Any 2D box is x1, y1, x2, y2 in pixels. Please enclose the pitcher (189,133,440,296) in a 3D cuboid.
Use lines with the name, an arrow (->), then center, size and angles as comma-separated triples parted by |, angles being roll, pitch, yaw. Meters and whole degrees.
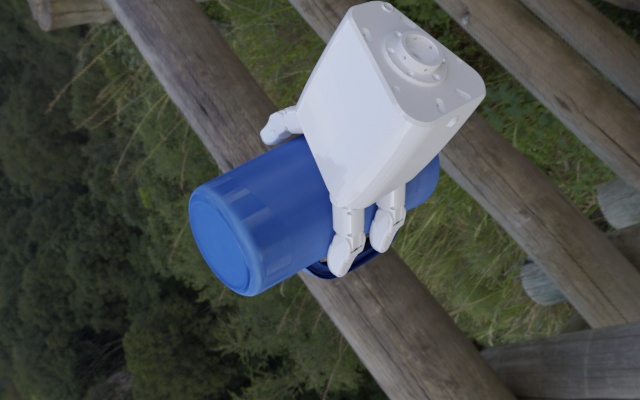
pitcher -> 0.000, 0.001, 0.485 | 0.242, 0.149, 0.145 | -29, -13, -34
